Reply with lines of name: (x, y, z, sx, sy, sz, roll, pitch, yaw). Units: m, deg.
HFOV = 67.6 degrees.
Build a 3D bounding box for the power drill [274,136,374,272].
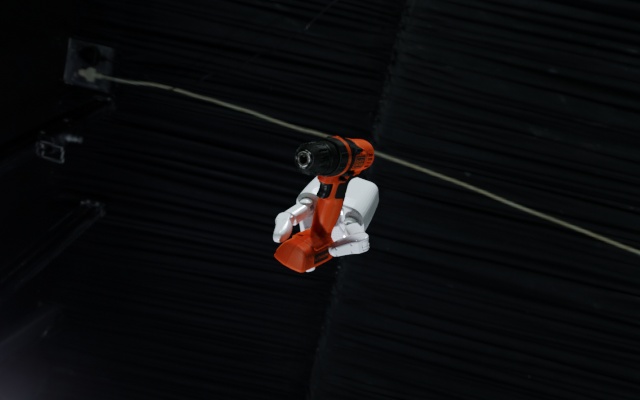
power drill: (0.000, 0.002, 0.654, 0.057, 0.188, 0.184, 30, 20, 23)
